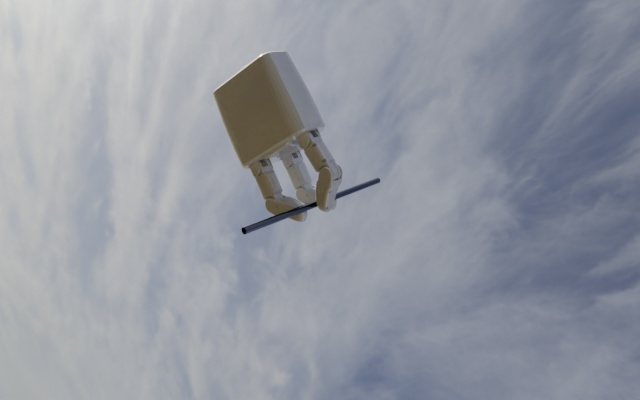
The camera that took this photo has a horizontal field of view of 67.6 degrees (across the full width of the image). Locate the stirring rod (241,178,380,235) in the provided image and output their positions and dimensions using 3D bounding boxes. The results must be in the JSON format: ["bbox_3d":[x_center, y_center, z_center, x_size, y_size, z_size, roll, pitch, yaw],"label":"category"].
[{"bbox_3d":[0.000,0.002,0.585,0.011,0.011,0.239,0,14,44],"label":"stirring rod"}]
